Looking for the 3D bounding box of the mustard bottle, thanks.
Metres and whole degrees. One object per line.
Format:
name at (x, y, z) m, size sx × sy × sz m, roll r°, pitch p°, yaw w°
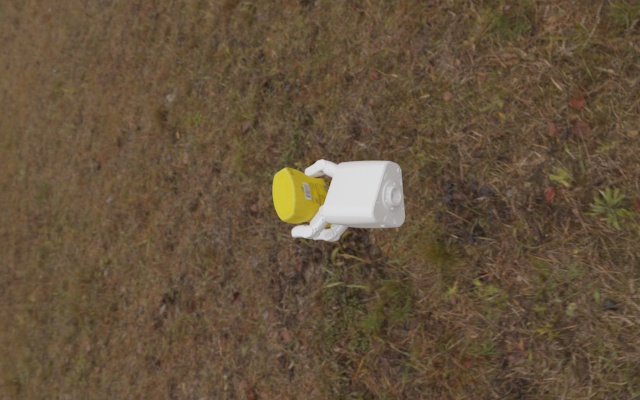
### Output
mustard bottle at (0.000, 0.003, 0.895) m, size 0.058 × 0.096 × 0.191 m, roll -31°, pitch -29°, yaw 36°
